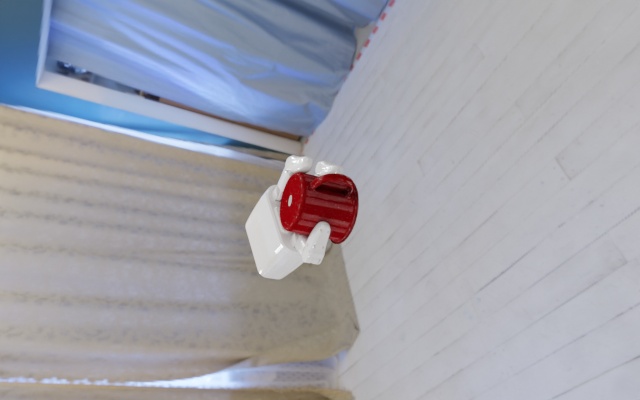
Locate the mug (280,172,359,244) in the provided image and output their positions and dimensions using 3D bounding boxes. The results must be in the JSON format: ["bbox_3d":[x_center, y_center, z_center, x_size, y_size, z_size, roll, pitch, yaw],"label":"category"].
[{"bbox_3d":[0.001,0.001,0.647,0.081,0.093,0.117,12,-36,-24],"label":"mug"}]
